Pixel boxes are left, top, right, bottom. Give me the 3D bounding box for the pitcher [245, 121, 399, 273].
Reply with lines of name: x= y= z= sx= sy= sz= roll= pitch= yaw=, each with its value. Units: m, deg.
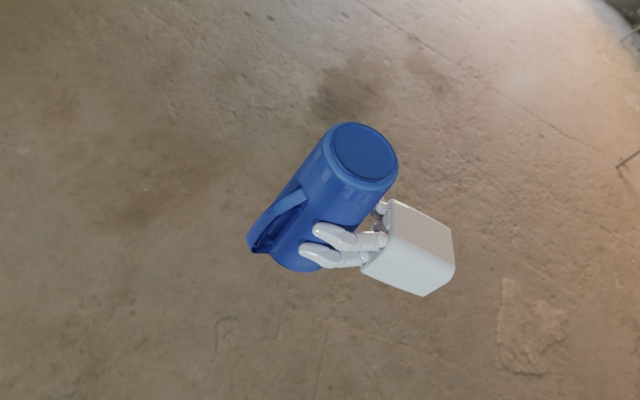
pitcher: x=0.000 y=0.002 z=0.684 sx=0.145 sy=0.149 sz=0.243 roll=27 pitch=-38 yaw=-8
